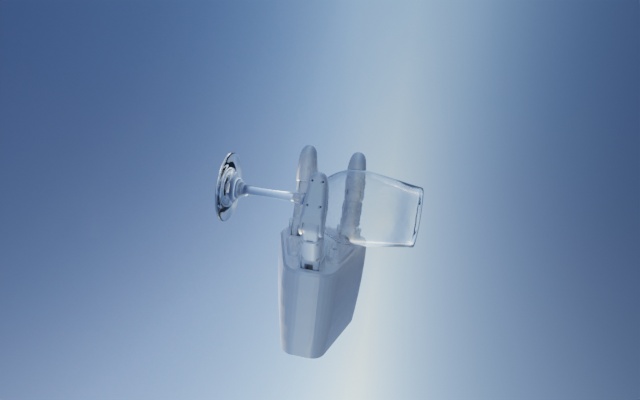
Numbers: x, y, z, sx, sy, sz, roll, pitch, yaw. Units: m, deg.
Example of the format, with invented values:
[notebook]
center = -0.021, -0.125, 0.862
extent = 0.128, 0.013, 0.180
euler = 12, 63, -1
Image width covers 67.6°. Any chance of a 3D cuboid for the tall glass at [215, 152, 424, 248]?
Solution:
[tall glass]
center = -0.001, 0.001, 0.491
extent = 0.201, 0.079, 0.079
euler = 9, 1, 8
